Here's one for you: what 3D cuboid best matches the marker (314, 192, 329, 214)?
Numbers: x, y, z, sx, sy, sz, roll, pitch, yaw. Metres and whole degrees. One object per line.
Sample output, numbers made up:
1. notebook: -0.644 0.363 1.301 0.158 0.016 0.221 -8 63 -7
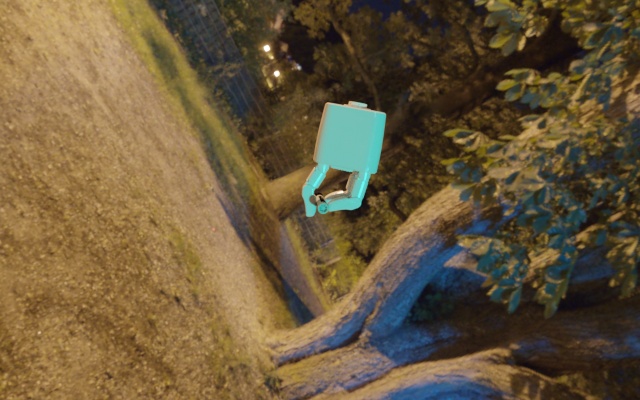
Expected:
1. marker: 0.000 0.003 0.872 0.020 0.020 0.121 0 11 -4
